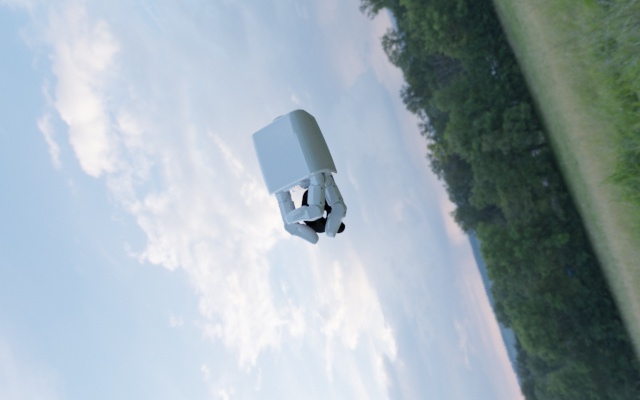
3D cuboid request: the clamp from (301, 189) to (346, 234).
[{"bbox_3d":[0.000,0.003,0.828,0.039,0.120,0.171,-22,-7,14],"label":"clamp"}]
